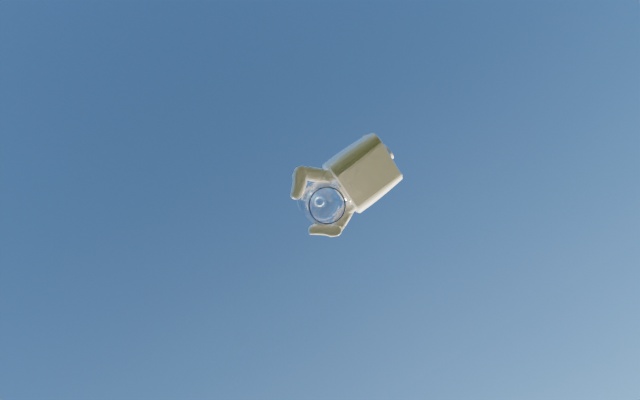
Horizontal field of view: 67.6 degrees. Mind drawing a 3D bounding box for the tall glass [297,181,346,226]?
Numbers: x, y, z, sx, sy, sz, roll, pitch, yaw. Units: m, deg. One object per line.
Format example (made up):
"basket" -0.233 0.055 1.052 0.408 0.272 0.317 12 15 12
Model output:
"tall glass" 0.000 0.003 0.879 0.079 0.079 0.201 0 3 -6
